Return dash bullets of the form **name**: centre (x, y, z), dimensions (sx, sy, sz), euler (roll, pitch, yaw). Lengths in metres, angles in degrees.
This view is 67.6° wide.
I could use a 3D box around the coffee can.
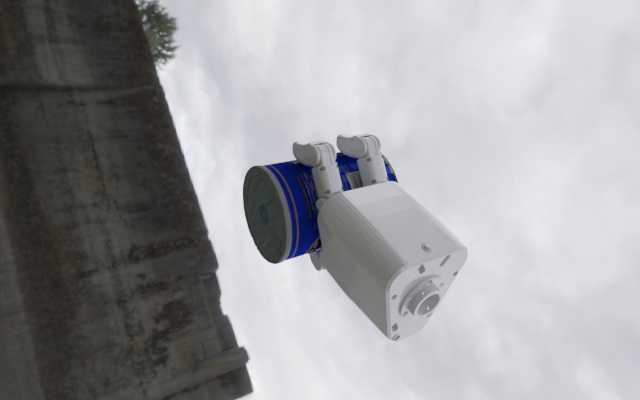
- **coffee can**: centre (0.000, 0.002, 0.520), dimensions (0.140, 0.103, 0.103), euler (-13, 6, -29)
